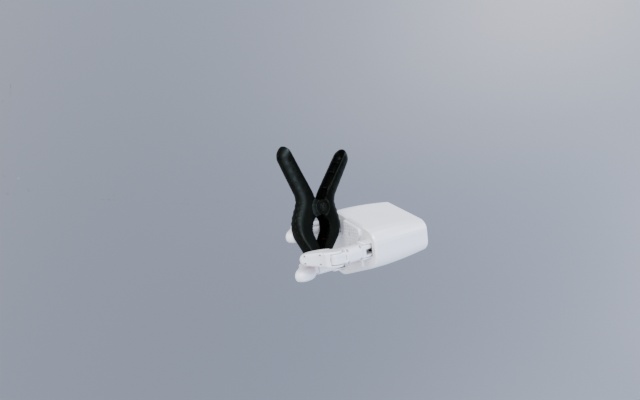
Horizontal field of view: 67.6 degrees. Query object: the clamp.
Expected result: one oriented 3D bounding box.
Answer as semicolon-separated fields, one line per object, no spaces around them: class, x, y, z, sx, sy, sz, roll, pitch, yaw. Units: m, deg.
clamp;0.000;0.002;0.682;0.120;0.171;0.039;-12;9;-32
